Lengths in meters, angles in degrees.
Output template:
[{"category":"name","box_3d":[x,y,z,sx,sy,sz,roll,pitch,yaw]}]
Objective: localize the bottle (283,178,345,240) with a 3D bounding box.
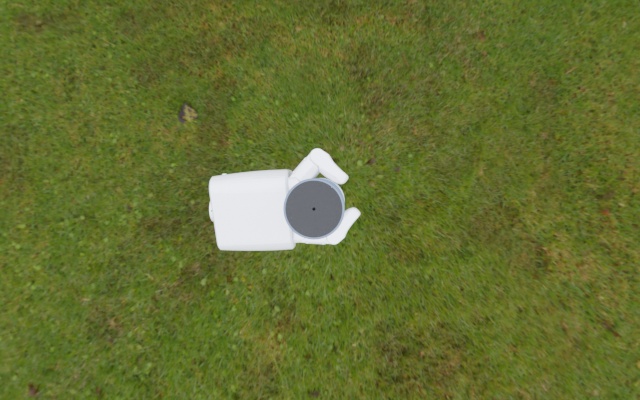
[{"category":"bottle","box_3d":[0.000,0.002,0.660,0.069,0.069,0.295,0,3,3]}]
